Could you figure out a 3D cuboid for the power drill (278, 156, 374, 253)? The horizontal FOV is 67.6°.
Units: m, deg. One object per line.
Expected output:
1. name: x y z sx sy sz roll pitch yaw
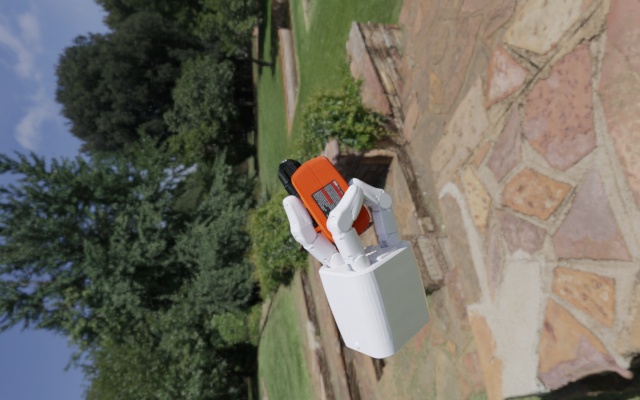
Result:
1. power drill: 0.000 0.002 0.644 0.057 0.184 0.188 -36 -7 -7
